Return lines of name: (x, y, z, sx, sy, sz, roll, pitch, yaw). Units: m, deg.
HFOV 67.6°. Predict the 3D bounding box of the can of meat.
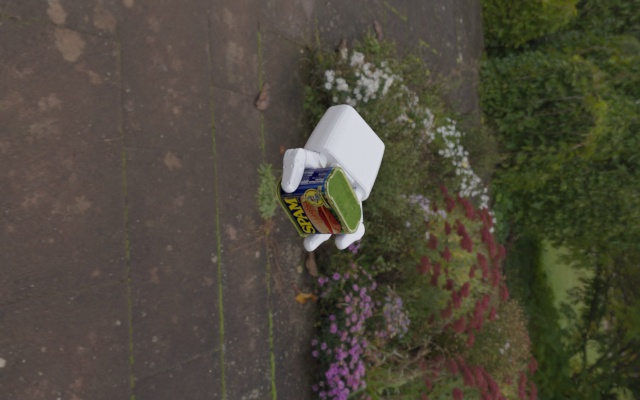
can of meat: (0.000, 0.002, 0.654, 0.084, 0.102, 0.057, -3, 43, 33)
